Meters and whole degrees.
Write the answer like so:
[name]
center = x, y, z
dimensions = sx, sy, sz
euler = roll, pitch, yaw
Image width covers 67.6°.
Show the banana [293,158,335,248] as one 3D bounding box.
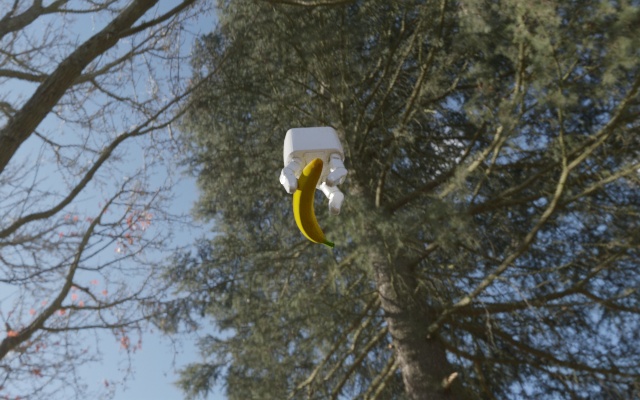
[banana]
center = -0.018, 0.008, 0.896
dimensions = 0.069, 0.198, 0.037
euler = -8, 34, 2
